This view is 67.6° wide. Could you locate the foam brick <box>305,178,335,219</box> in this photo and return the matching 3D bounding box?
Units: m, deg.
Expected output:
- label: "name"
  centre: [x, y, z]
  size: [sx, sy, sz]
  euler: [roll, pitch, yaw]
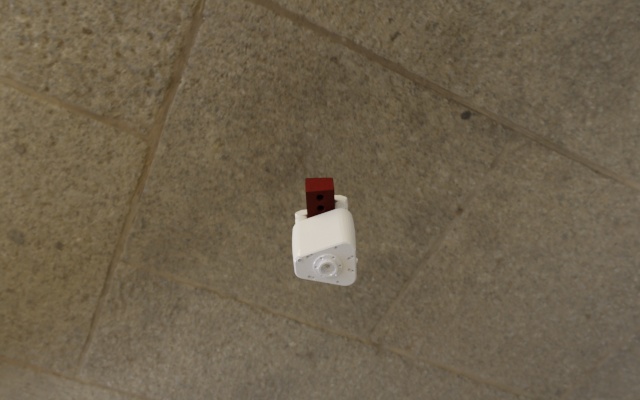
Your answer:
- label: "foam brick"
  centre: [0.000, 0.003, 0.882]
  size: [0.053, 0.078, 0.051]
  euler: [-4, 29, 1]
